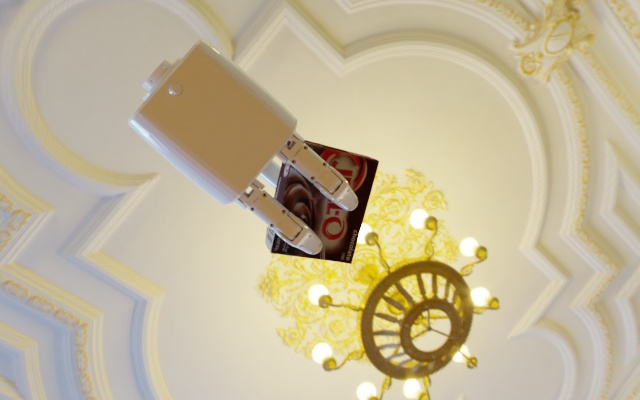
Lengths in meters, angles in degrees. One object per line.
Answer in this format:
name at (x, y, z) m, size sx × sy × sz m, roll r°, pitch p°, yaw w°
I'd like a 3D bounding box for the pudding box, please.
pudding box at (0.000, 0.002, 0.479) m, size 0.090 × 0.113 × 0.039 m, roll 11°, pitch 11°, yaw -22°
